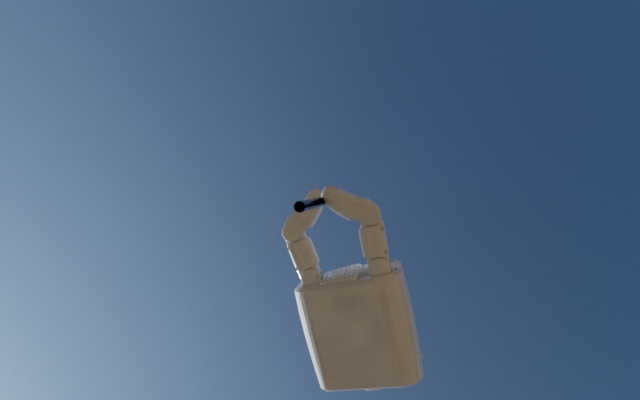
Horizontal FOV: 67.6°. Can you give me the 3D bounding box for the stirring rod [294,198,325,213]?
[{"bbox_3d":[0.000,0.002,0.446,0.011,0.011,0.239,0,1,7],"label":"stirring rod"}]
